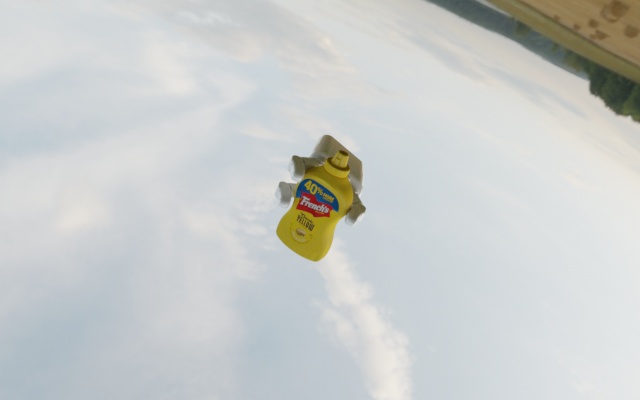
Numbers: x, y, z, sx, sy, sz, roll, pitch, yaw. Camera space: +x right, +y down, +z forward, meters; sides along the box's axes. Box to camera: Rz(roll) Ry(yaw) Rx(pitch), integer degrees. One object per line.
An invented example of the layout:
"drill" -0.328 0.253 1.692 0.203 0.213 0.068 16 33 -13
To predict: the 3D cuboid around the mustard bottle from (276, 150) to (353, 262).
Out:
"mustard bottle" 0.000 0.003 0.781 0.096 0.192 0.058 35 29 17
